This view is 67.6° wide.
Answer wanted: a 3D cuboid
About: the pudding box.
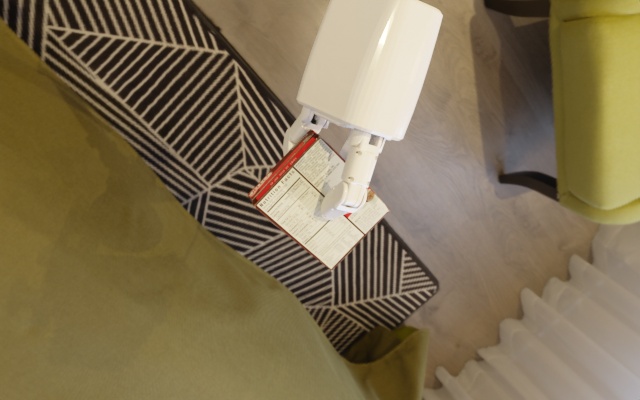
[{"bbox_3d":[0.000,0.002,0.465,0.113,0.090,0.039,43,3,-24],"label":"pudding box"}]
